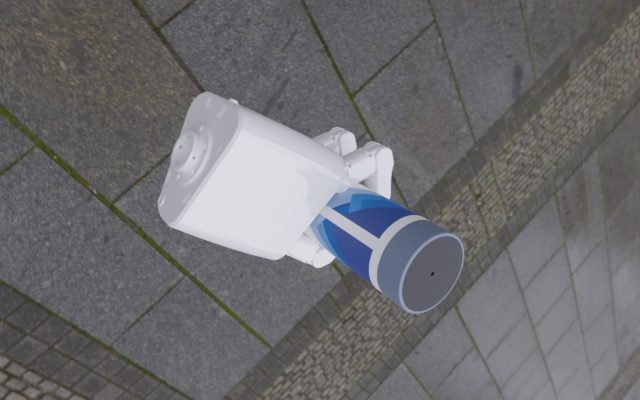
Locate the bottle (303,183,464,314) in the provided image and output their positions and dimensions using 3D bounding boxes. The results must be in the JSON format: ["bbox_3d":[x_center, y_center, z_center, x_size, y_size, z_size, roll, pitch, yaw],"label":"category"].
[{"bbox_3d":[0.000,0.002,0.458,0.069,0.069,0.295,0,21,-37],"label":"bottle"}]
